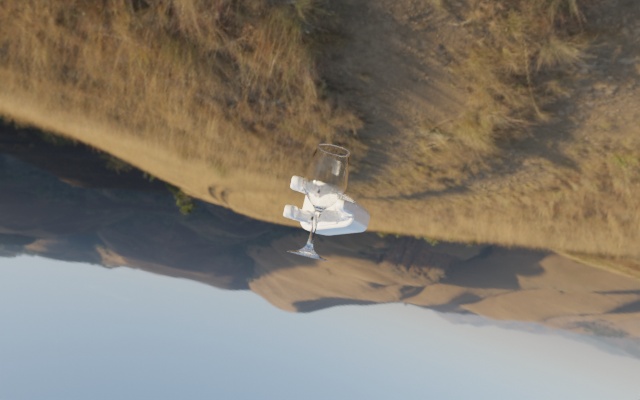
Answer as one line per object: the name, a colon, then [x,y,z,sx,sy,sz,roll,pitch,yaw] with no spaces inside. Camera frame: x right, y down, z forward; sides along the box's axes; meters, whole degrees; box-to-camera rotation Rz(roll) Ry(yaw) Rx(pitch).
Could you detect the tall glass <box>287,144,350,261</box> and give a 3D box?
tall glass: [0.000,0.003,0.856,0.079,0.201,0.079,14,-7,2]
